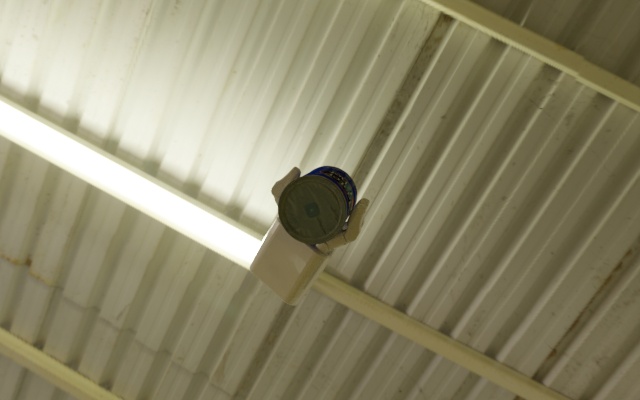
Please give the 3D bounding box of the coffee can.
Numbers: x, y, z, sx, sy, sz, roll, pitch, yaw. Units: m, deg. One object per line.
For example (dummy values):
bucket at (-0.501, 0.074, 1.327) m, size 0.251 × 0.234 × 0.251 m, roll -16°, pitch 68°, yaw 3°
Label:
coffee can at (0.000, 0.002, 0.758) m, size 0.103 × 0.103 × 0.140 m, roll 0°, pitch 10°, yaw 11°
